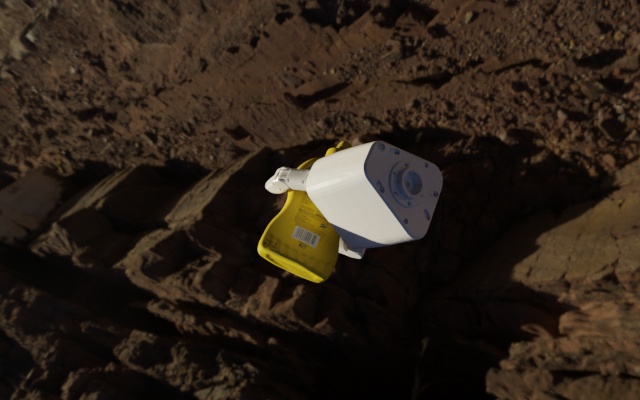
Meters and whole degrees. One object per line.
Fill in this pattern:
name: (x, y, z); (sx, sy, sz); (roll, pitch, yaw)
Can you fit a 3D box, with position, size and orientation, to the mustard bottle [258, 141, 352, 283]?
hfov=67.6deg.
mustard bottle: (0.000, 0.002, 0.621); (0.096, 0.191, 0.058); (25, -24, -2)
